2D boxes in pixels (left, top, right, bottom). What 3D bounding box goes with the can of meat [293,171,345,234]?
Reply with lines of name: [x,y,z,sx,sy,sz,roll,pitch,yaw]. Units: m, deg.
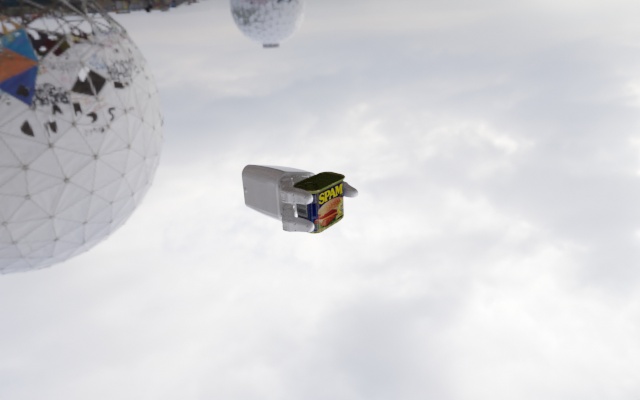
can of meat: [0.000,0.003,0.864,0.057,0.084,0.102,15,28,36]
